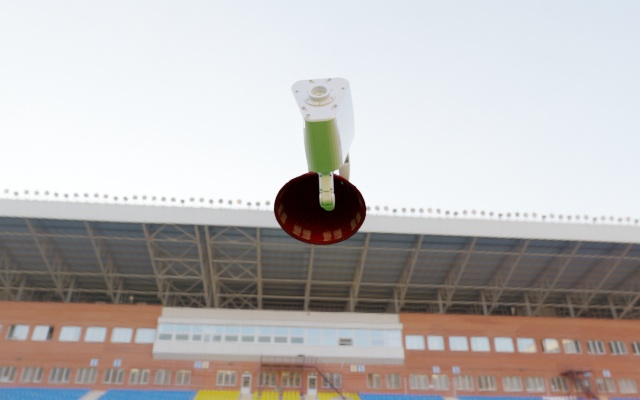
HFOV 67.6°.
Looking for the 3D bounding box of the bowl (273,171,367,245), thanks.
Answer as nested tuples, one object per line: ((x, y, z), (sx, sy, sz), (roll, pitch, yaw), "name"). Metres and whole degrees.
((0.000, 0.004, 0.847), (0.162, 0.162, 0.055), (0, 37, 3), "bowl")
